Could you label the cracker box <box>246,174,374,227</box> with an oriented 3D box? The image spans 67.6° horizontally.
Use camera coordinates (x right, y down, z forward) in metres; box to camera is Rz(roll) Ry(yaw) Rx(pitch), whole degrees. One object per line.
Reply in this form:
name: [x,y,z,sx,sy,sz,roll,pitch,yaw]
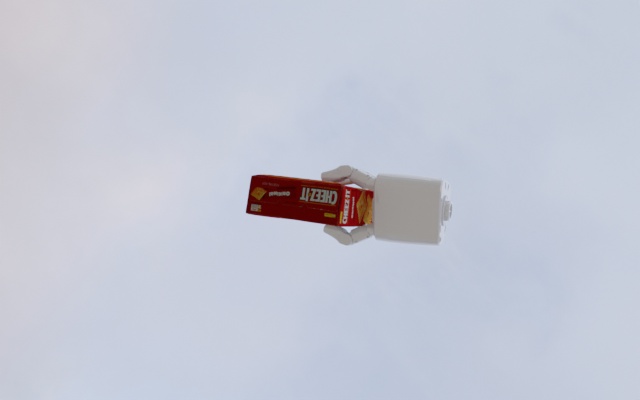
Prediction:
cracker box: [0.000,0.003,0.822,0.164,0.072,0.214,6,-1,24]
